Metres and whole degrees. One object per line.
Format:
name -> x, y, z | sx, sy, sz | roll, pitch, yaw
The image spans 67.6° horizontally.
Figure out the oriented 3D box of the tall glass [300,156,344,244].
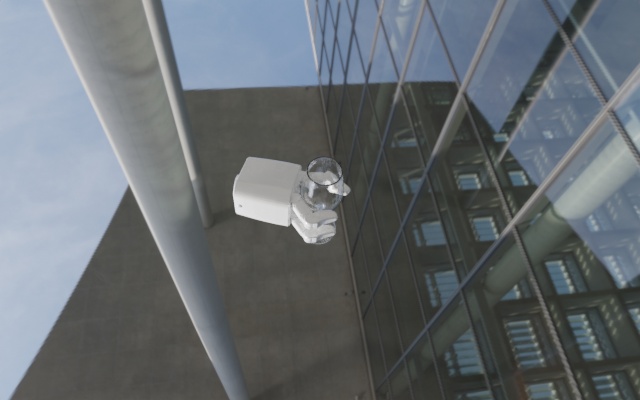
tall glass -> 0.000, 0.003, 0.893 | 0.079, 0.079, 0.201 | 0, -32, -5
